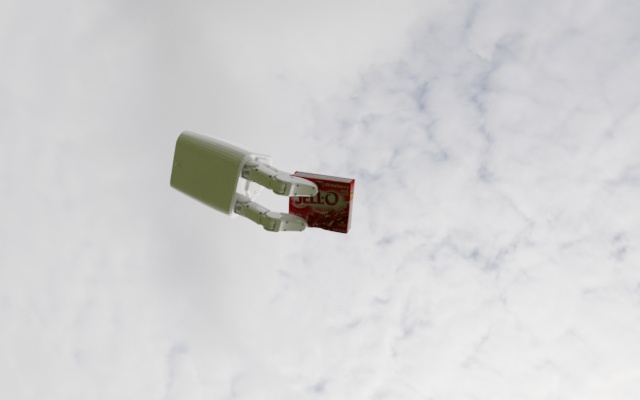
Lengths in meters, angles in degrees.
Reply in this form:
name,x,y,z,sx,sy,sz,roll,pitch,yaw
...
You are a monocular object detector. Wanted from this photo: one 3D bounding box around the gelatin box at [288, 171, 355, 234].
name,x,y,z,sx,sy,sz,roll,pitch,yaw
gelatin box,0.001,0.002,0.660,0.089,0.073,0.030,9,18,14
